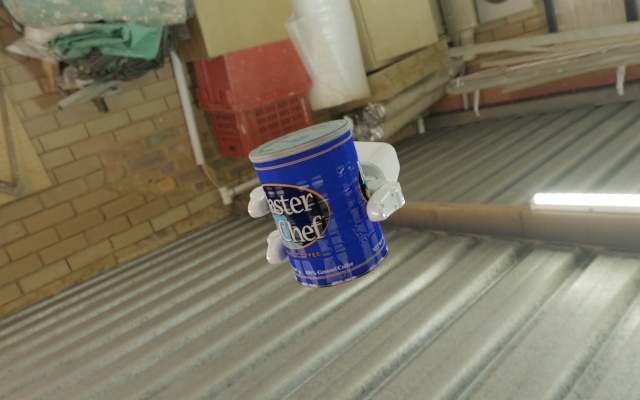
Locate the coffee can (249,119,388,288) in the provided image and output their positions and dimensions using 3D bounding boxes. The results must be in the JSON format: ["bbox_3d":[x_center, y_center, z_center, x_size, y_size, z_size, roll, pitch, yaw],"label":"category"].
[{"bbox_3d":[0.000,0.001,0.483,0.103,0.140,0.102,-17,16,5],"label":"coffee can"}]
